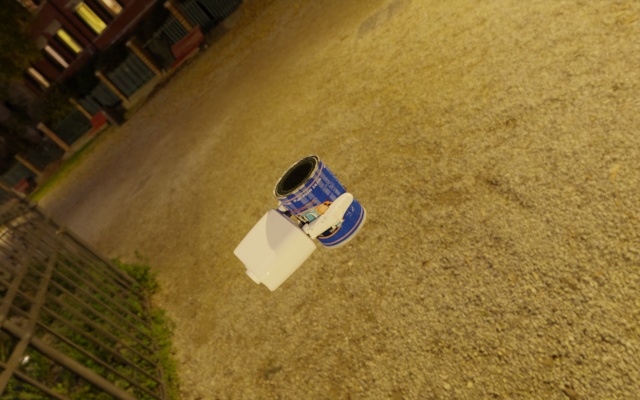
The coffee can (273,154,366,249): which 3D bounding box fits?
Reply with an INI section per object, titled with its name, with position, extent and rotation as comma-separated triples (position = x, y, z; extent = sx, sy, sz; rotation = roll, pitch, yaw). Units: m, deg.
[coffee can]
position = 0.000, 0.003, 0.846
extent = 0.140, 0.102, 0.103
rotation = 47, -25, -26
